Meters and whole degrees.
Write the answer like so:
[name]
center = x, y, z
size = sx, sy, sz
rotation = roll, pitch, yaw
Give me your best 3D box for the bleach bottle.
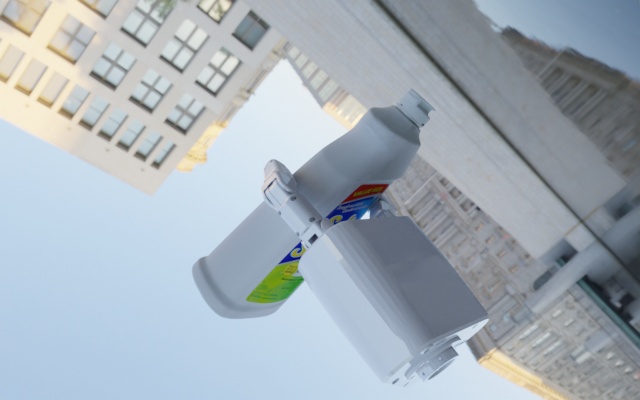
[bleach bottle]
center = 0.000, 0.001, 0.429
size = 0.068, 0.251, 0.102
rotation = 51, 17, 28
